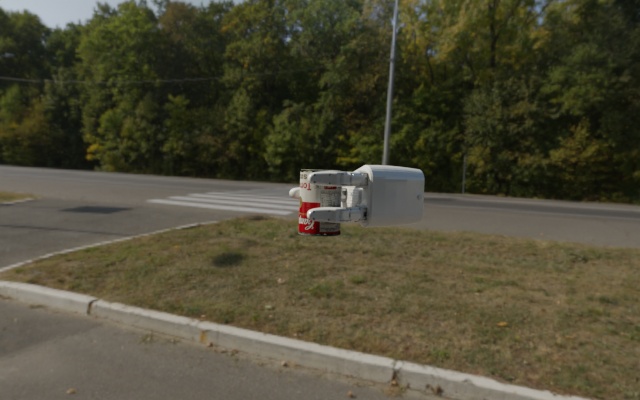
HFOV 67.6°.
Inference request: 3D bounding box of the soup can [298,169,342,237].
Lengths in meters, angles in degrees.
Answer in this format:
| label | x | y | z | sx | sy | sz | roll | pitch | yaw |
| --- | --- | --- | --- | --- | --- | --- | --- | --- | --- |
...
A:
| label | x | y | z | sx | sy | sz | roll | pitch | yaw |
| --- | --- | --- | --- | --- | --- | --- | --- | --- | --- |
| soup can | 0.000 | 0.002 | 0.758 | 0.068 | 0.102 | 0.068 | 2 | 4 | 0 |
